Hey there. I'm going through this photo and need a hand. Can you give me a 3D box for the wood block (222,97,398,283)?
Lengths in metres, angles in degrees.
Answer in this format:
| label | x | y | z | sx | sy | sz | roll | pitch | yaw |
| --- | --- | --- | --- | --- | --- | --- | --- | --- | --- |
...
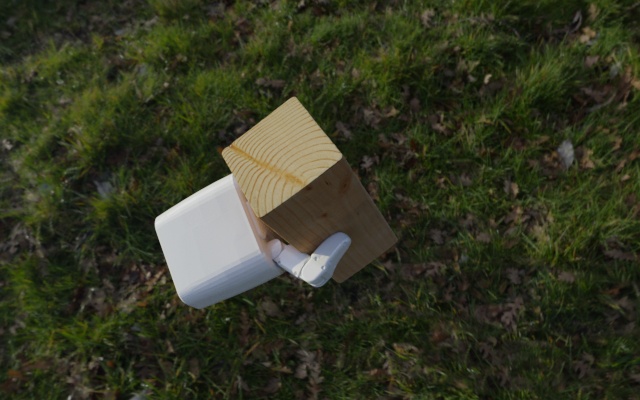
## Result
| label | x | y | z | sx | sy | sz | roll | pitch | yaw |
| --- | --- | --- | --- | --- | --- | --- | --- | --- | --- |
| wood block | 0.000 | 0.002 | 0.503 | 0.090 | 0.090 | 0.206 | -36 | -33 | 3 |
